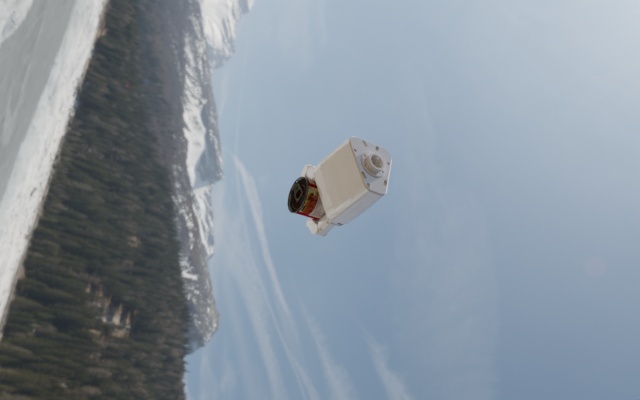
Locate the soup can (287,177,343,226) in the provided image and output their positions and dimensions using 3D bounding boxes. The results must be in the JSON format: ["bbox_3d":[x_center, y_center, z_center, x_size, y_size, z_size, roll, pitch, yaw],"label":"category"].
[{"bbox_3d":[0.000,0.003,0.877,0.102,0.068,0.068,18,-9,-29],"label":"soup can"}]
